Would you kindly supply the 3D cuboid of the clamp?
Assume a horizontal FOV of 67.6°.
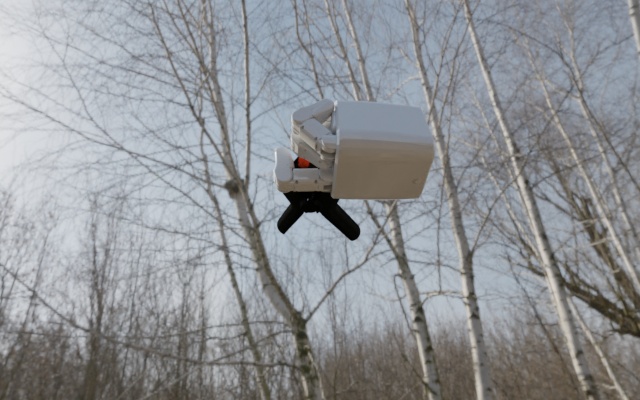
[{"bbox_3d":[0.000,0.001,0.632,0.120,0.039,0.172,5,-34,0],"label":"clamp"}]
